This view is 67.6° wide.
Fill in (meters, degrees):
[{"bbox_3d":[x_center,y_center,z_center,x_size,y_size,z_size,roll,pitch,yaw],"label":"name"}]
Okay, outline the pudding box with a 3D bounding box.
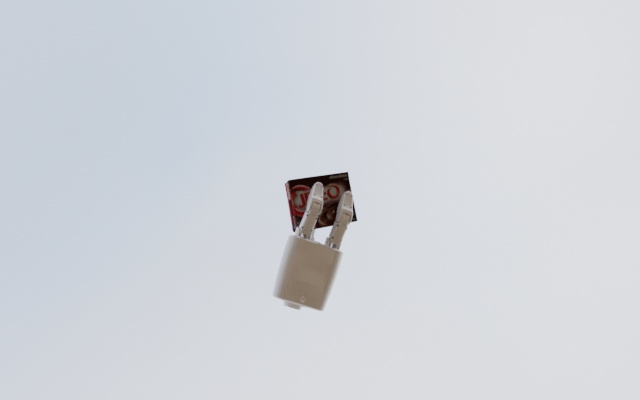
[{"bbox_3d":[0.000,0.003,0.833,0.113,0.090,0.039,-9,-4,-19],"label":"pudding box"}]
